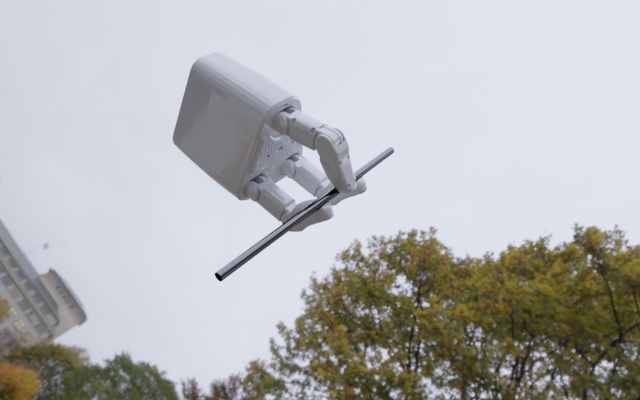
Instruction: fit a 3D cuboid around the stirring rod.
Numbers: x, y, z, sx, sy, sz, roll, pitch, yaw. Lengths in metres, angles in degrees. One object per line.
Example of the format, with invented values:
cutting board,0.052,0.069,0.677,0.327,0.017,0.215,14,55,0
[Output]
stirring rod,0.000,0.001,0.423,0.011,0.011,0.239,0,27,44
